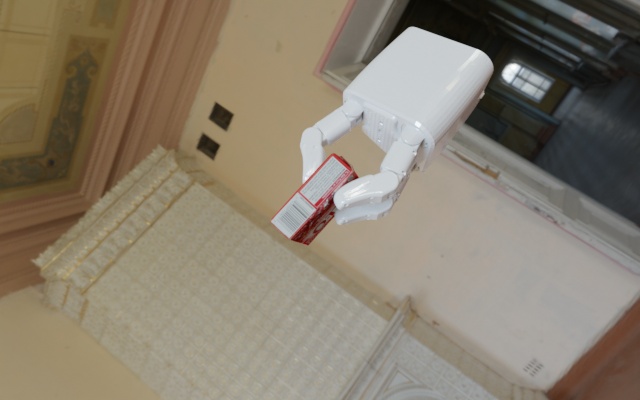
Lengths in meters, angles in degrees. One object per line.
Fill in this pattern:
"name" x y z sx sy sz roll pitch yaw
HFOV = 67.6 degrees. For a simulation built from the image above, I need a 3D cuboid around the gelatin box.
"gelatin box" 0.000 0.001 0.465 0.030 0.089 0.073 43 1 15
